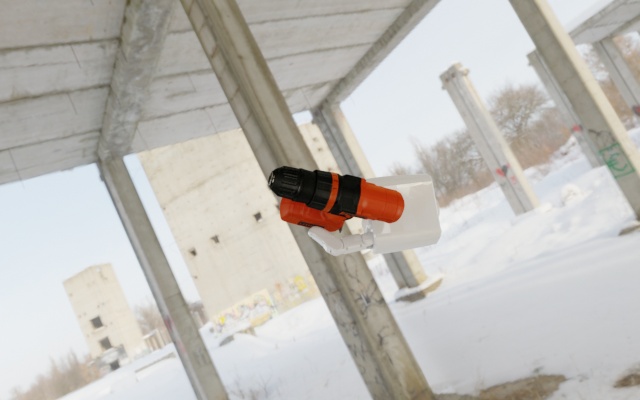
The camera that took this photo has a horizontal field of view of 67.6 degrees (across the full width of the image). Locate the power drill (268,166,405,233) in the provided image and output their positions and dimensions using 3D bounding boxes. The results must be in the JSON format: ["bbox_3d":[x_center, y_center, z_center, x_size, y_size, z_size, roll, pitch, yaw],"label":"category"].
[{"bbox_3d":[0.000,0.002,0.679,0.184,0.057,0.187,14,-11,-17],"label":"power drill"}]
